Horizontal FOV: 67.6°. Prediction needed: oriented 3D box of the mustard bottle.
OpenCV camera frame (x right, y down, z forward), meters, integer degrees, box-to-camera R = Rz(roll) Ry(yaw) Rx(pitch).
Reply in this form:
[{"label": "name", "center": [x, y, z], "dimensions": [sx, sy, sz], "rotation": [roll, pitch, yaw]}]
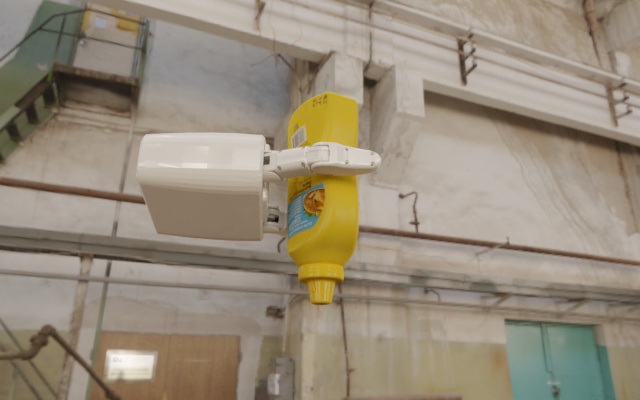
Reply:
[{"label": "mustard bottle", "center": [0.000, 0.001, 0.455], "dimensions": [0.058, 0.191, 0.096], "rotation": [11, -22, -27]}]
